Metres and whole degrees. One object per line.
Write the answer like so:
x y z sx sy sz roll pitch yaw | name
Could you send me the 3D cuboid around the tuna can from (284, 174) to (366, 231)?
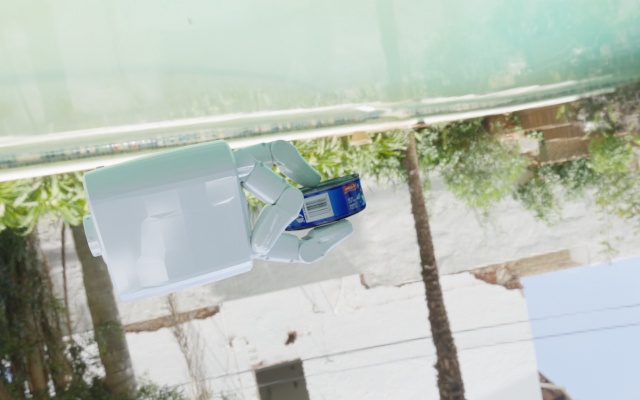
0.000 0.002 0.459 0.086 0.034 0.086 -15 6 2 | tuna can
